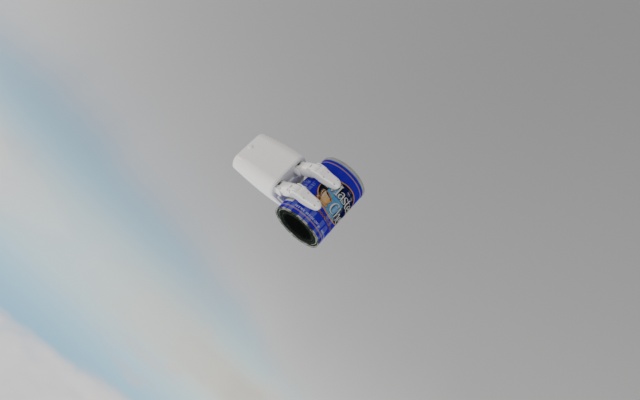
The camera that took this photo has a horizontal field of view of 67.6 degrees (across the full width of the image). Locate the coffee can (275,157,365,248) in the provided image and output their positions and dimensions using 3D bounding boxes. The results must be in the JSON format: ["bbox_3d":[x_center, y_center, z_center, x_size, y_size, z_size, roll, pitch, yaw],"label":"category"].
[{"bbox_3d":[0.000,0.003,0.890,0.140,0.103,0.103,-47,22,-22],"label":"coffee can"}]
